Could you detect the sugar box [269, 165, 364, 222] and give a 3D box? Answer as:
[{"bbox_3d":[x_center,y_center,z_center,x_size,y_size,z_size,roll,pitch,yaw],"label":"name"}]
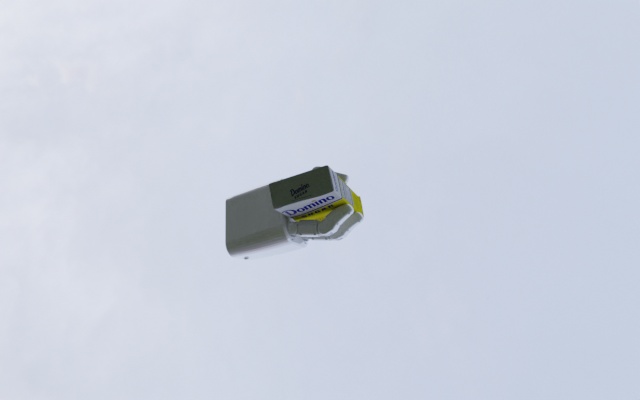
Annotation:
[{"bbox_3d":[0.000,0.003,0.729,0.093,0.048,0.176,-17,-16,15],"label":"sugar box"}]
